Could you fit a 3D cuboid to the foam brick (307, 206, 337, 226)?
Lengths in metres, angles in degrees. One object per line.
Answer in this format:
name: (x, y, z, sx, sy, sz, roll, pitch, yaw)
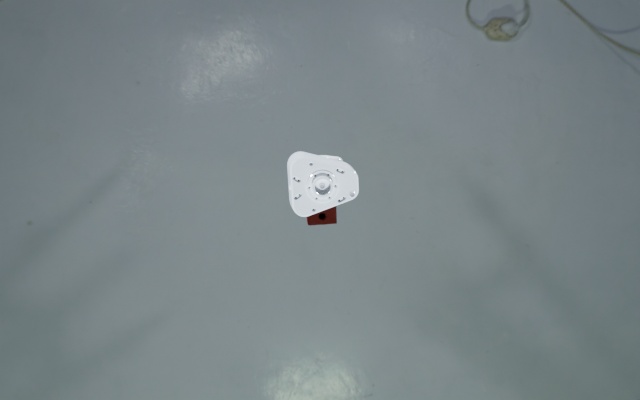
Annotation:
foam brick: (0.000, 0.003, 0.862, 0.053, 0.078, 0.051, -4, 9, -4)
